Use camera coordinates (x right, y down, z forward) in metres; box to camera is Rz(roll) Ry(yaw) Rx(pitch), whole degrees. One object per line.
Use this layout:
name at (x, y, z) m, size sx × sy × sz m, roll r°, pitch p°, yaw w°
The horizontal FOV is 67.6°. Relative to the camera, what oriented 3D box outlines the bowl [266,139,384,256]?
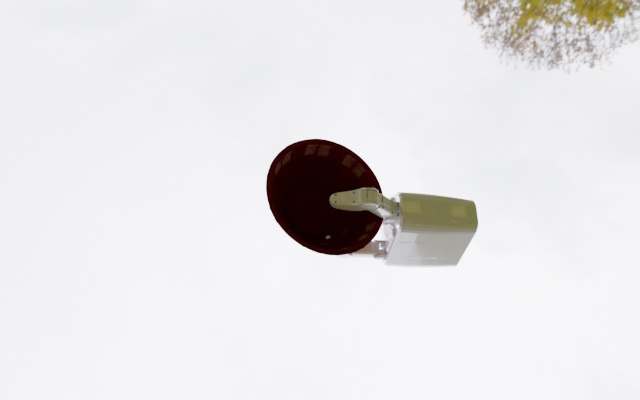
bowl at (-0.001, 0.002, 0.623) m, size 0.162 × 0.162 × 0.055 m, roll 0°, pitch -23°, yaw -23°
